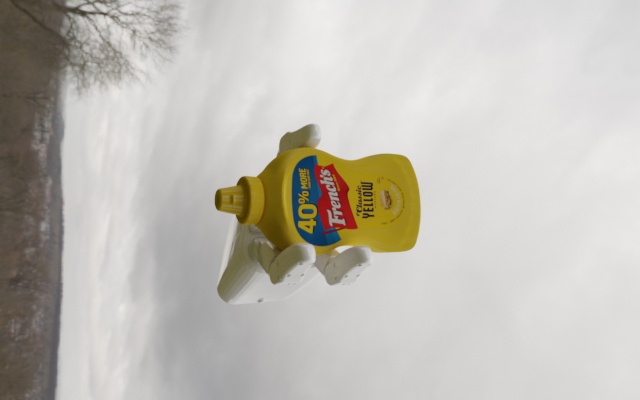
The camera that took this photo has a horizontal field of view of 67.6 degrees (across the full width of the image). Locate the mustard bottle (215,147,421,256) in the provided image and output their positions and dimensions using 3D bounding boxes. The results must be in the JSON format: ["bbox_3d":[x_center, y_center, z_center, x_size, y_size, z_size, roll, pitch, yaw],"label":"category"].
[{"bbox_3d":[0.000,0.001,0.432,0.191,0.096,0.058,1,-6,-28],"label":"mustard bottle"}]
